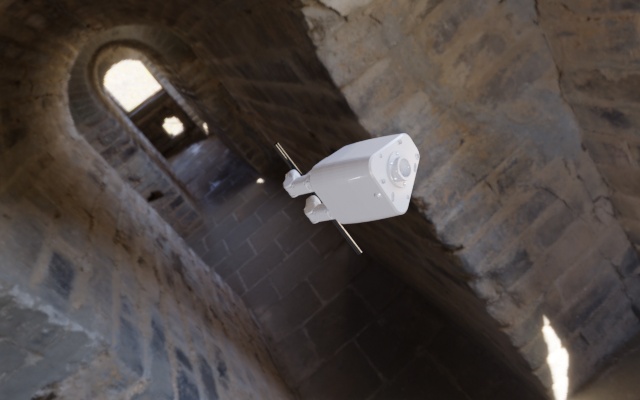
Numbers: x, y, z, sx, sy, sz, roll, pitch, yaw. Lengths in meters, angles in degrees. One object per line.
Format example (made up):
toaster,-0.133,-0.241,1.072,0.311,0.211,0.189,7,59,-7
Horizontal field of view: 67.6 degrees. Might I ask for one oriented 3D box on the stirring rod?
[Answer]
stirring rod,0.000,0.003,0.761,0.011,0.240,0.011,-30,26,16
